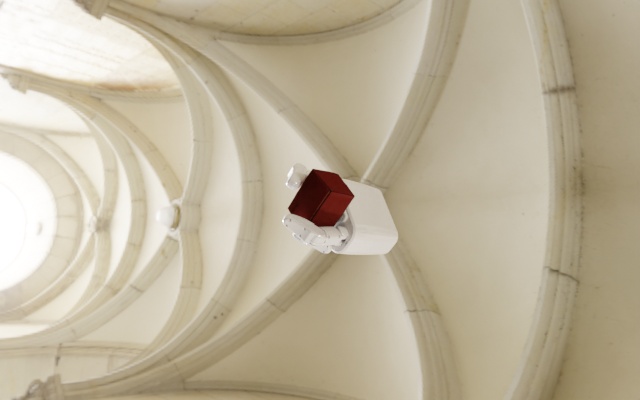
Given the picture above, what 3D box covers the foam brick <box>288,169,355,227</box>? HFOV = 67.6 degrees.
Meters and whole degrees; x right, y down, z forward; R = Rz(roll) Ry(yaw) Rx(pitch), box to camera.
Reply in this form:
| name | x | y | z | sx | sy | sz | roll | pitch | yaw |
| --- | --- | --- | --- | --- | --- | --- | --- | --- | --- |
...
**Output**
| name | x | y | z | sx | sy | sz | roll | pitch | yaw |
| --- | --- | --- | --- | --- | --- | --- | --- | --- | --- |
| foam brick | 0.000 | 0.002 | 0.678 | 0.051 | 0.078 | 0.053 | 8 | 36 | -42 |
